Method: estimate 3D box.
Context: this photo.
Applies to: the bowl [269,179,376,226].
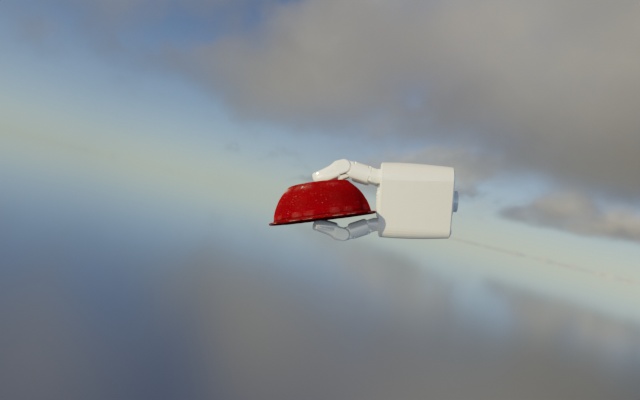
[{"bbox_3d":[-0.001,0.002,0.717,0.162,0.055,0.162,-7,-4,0],"label":"bowl"}]
